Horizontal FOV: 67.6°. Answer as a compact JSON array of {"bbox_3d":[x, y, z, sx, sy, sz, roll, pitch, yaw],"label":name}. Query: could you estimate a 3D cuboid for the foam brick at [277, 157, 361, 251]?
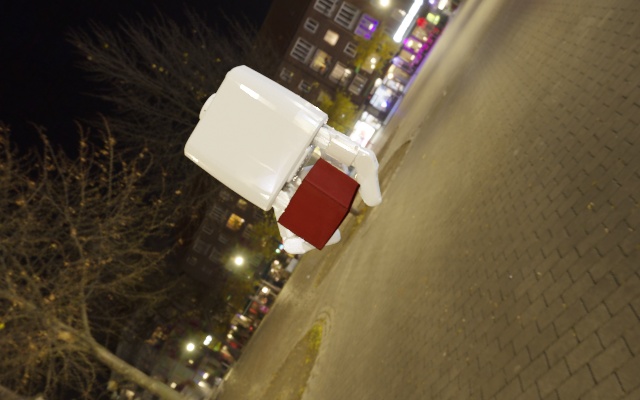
[{"bbox_3d":[0.000,0.002,0.465,0.051,0.053,0.078,34,23,-2],"label":"foam brick"}]
